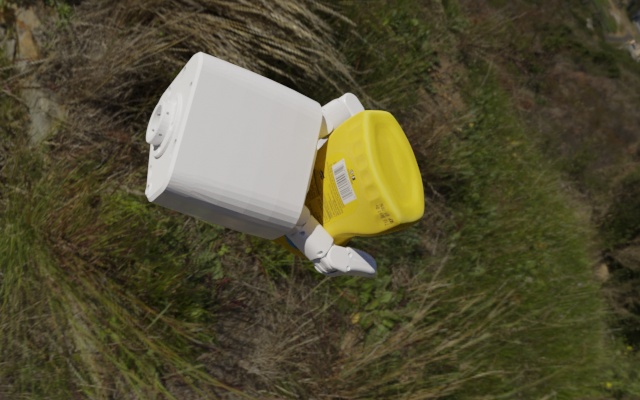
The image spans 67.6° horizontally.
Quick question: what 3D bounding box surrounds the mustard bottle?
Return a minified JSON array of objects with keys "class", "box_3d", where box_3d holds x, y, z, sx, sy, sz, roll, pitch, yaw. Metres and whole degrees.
[{"class":"mustard bottle","box_3d":[0.000,0.001,0.432,0.058,0.096,0.192,-10,-12,-42]}]
